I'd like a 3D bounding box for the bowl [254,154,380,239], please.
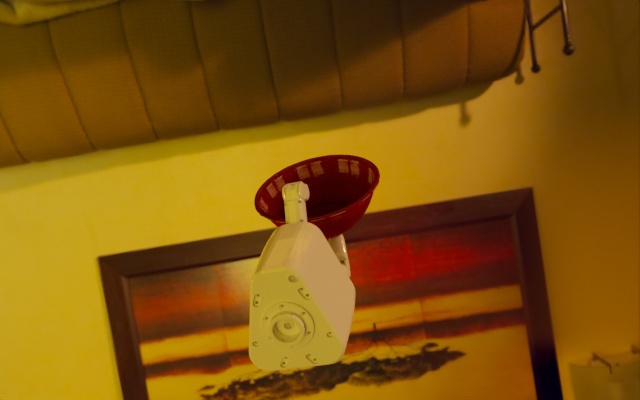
[{"bbox_3d":[0.001,0.002,0.612,0.162,0.055,0.162,-11,31,7],"label":"bowl"}]
